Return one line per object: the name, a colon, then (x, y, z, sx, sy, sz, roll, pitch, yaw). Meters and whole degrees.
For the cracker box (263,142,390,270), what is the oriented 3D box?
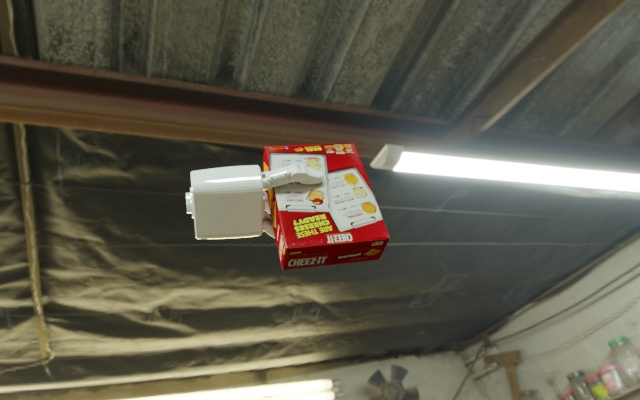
cracker box: (0.000, 0.002, 0.788, 0.164, 0.213, 0.072, -4, -38, -15)
